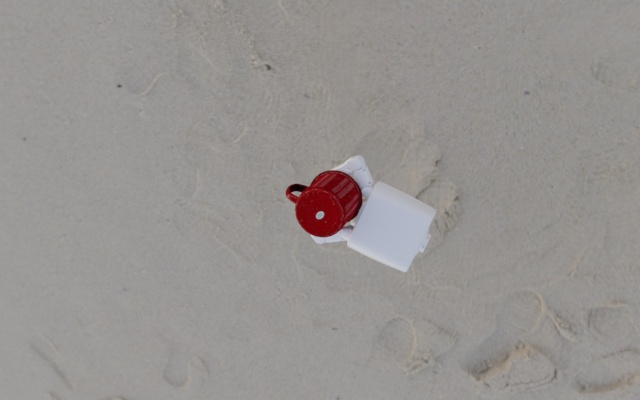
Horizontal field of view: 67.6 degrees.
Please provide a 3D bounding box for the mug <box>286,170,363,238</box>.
[{"bbox_3d":[-0.001,0.002,0.749,0.117,0.093,0.081,24,25,11],"label":"mug"}]
